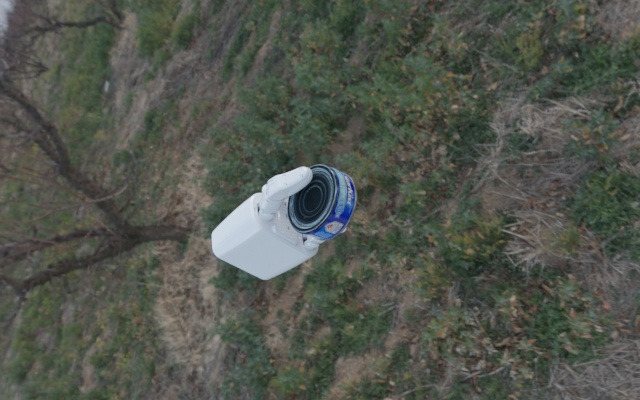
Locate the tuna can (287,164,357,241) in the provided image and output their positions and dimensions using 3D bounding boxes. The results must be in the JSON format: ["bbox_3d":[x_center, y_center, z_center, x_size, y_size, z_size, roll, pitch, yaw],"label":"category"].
[{"bbox_3d":[0.000,0.002,0.559,0.034,0.086,0.086,22,-15,-40],"label":"tuna can"}]
